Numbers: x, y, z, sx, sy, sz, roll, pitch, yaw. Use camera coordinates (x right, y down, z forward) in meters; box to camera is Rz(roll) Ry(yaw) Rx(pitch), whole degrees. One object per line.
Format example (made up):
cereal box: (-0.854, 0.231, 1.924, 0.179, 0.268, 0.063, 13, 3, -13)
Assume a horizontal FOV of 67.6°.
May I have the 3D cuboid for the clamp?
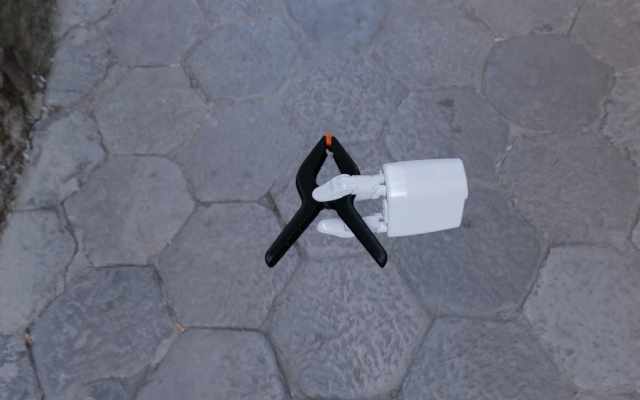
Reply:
clamp: (0.000, 0.001, 0.675, 0.164, 0.210, 0.036, -7, -25, 4)
